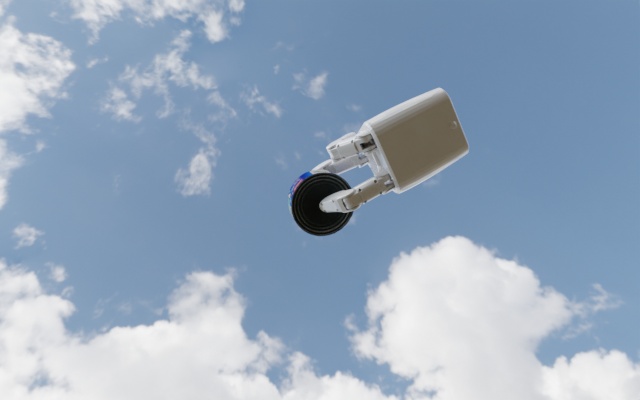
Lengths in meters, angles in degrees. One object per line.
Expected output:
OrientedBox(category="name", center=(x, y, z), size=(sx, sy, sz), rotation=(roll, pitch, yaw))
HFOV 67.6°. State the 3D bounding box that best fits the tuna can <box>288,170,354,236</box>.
OrientedBox(category="tuna can", center=(0.000, 0.002, 0.637), size=(0.086, 0.086, 0.033), rotation=(0, 13, -14))
